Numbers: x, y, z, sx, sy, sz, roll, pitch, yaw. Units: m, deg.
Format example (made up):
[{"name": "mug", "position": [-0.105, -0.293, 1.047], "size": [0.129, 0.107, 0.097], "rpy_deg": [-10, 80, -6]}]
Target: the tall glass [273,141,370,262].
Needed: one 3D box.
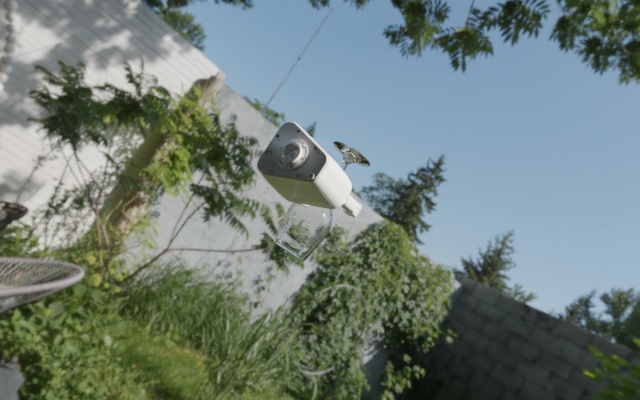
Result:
[{"name": "tall glass", "position": [0.001, 0.002, 0.805], "size": [0.079, 0.201, 0.079], "rpy_deg": [32, -7, 5]}]
